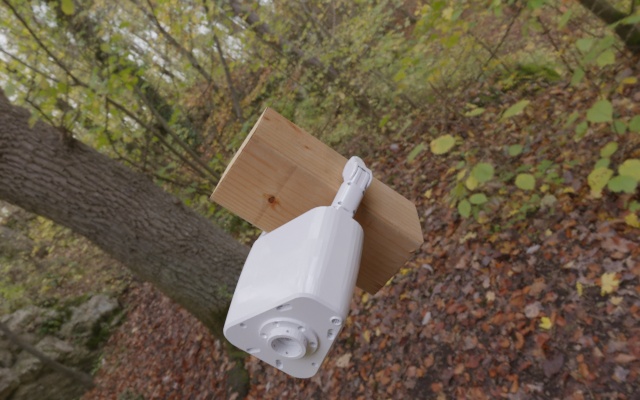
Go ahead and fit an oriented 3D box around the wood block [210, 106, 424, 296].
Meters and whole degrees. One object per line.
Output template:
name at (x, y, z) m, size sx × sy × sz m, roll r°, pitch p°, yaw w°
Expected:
wood block at (0.000, 0.002, 0.522) m, size 0.206 × 0.091 × 0.090 m, roll 33°, pitch 25°, yaw -13°
